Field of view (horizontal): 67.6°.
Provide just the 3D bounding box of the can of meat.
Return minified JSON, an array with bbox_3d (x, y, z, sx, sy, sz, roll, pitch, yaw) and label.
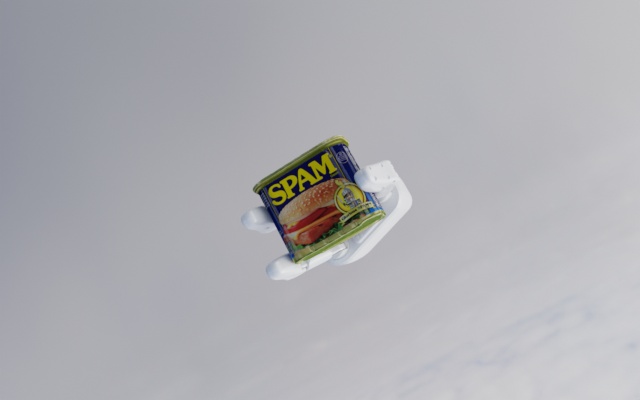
[{"bbox_3d":[0.000,0.002,0.455,0.102,0.084,0.057,-31,-11,11],"label":"can of meat"}]
